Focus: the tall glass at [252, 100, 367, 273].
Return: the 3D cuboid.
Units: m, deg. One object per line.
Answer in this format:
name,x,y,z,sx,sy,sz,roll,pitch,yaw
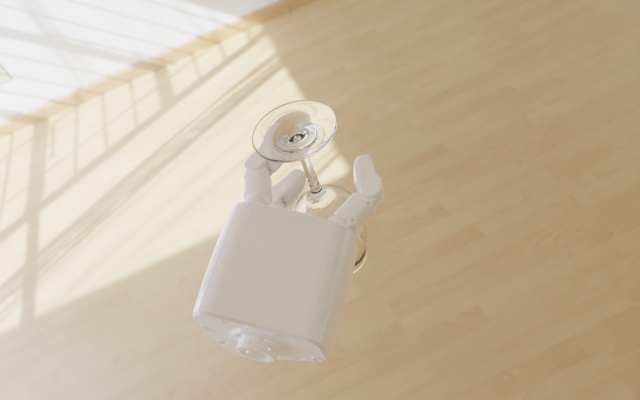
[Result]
tall glass,0.000,0.001,0.475,0.079,0.079,0.201,0,-38,17
